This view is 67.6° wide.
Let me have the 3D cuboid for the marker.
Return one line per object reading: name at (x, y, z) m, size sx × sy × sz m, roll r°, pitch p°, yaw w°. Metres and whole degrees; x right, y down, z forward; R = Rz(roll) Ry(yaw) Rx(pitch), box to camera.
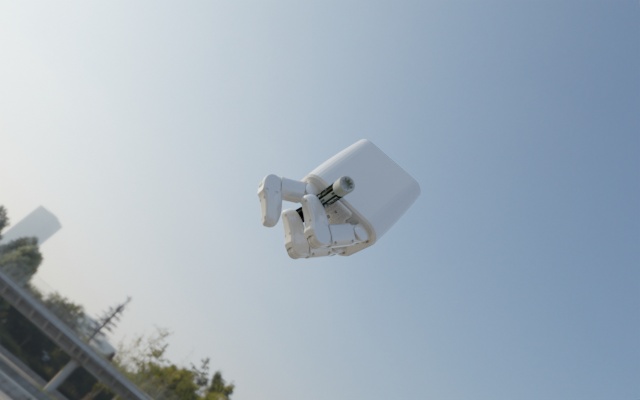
marker at (0.000, 0.002, 0.544) m, size 0.020 × 0.020 × 0.121 m, roll 0°, pitch -19°, yaw -29°
